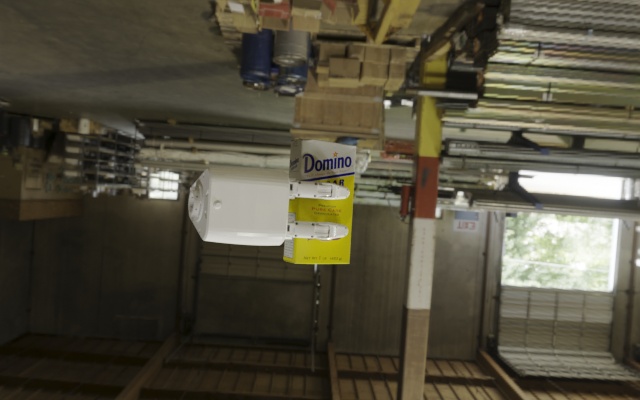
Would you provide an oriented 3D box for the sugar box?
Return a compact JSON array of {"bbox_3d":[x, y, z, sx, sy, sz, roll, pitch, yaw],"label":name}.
[{"bbox_3d":[0.000,0.002,0.696,0.093,0.176,0.048,3,1,-28],"label":"sugar box"}]
